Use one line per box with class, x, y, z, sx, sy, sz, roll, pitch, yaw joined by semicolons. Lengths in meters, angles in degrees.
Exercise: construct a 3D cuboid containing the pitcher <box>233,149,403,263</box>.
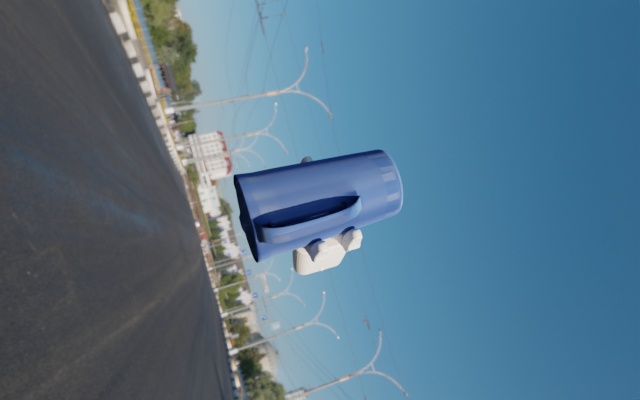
pitcher;0.000;0.002;0.716;0.243;0.149;0.145;-15;-28;-14
